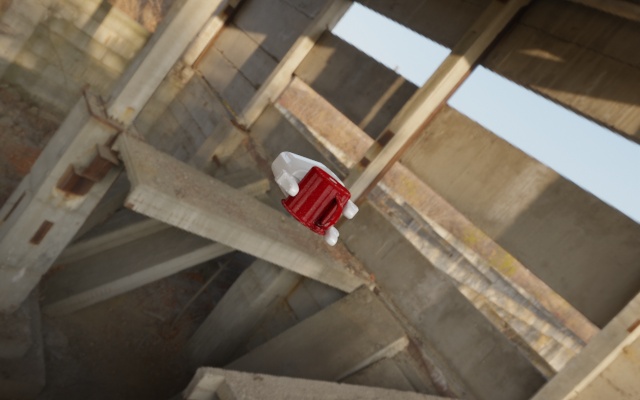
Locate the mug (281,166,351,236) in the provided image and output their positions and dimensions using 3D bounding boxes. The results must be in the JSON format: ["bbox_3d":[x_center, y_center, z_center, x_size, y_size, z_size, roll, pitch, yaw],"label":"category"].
[{"bbox_3d":[0.001,0.003,0.775,0.093,0.081,0.117,33,10,-32],"label":"mug"}]
